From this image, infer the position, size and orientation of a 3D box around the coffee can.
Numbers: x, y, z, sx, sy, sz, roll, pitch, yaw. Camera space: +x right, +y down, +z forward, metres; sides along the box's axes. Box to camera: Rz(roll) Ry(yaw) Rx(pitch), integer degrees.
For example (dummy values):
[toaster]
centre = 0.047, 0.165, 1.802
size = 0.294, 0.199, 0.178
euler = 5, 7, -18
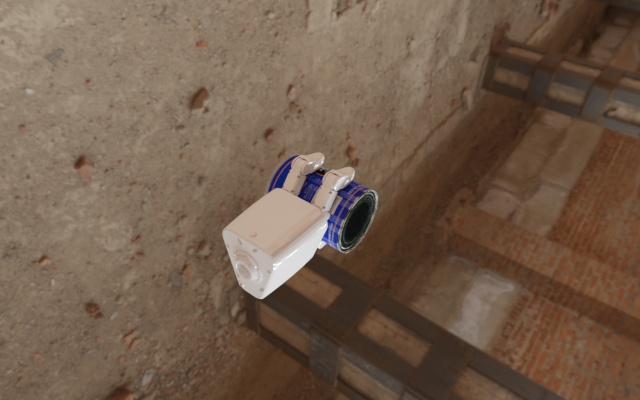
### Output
[coffee can]
centre = 0.000, 0.002, 0.720
size = 0.140, 0.103, 0.103
euler = 27, 13, 26
